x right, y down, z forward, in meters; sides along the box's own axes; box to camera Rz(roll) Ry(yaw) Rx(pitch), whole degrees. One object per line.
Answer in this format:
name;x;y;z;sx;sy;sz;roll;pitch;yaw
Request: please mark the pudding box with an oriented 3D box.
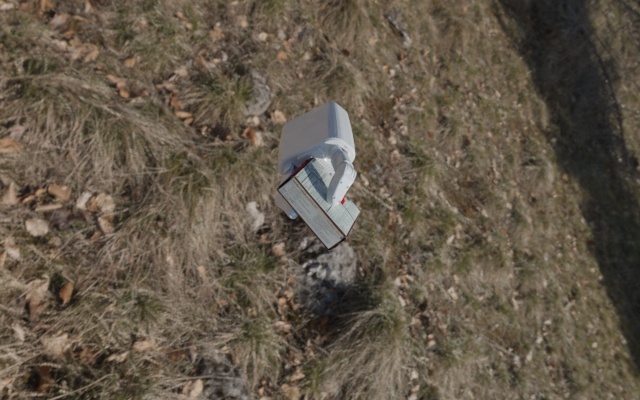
pudding box;0.000;0.002;0.665;0.039;0.113;0.090;-39;6;28
